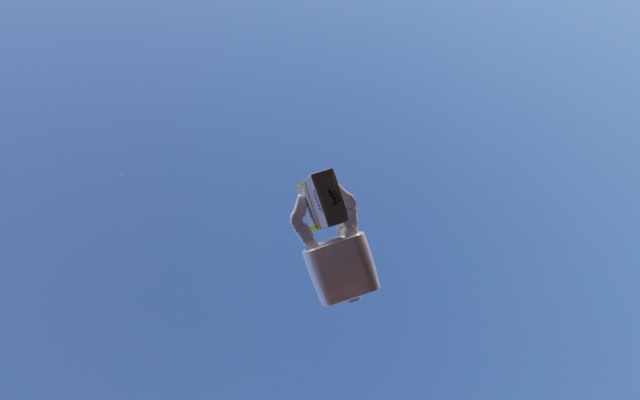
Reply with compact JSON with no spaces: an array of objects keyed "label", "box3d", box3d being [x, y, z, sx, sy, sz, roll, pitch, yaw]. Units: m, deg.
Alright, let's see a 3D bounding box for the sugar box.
[{"label":"sugar box","box3d":[0.001,0.003,0.850,0.048,0.093,0.176,-18,-1,-14]}]
